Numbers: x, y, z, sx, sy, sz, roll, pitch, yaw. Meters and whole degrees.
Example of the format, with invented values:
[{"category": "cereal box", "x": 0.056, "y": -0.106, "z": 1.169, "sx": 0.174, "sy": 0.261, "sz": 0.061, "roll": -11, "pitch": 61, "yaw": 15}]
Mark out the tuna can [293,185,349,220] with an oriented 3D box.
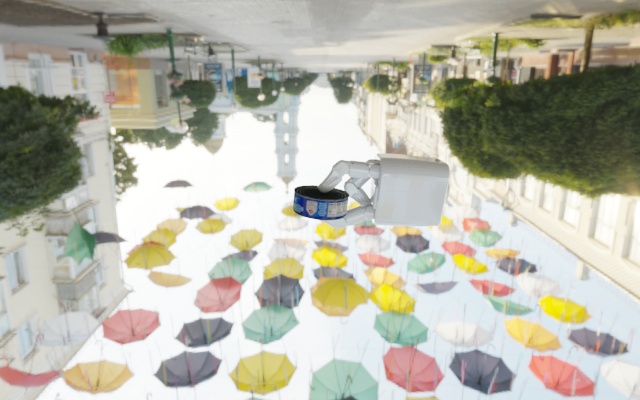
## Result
[{"category": "tuna can", "x": 0.000, "y": 0.003, "z": 0.737, "sx": 0.086, "sy": 0.034, "sz": 0.086, "roll": 6, "pitch": 15, "yaw": -2}]
